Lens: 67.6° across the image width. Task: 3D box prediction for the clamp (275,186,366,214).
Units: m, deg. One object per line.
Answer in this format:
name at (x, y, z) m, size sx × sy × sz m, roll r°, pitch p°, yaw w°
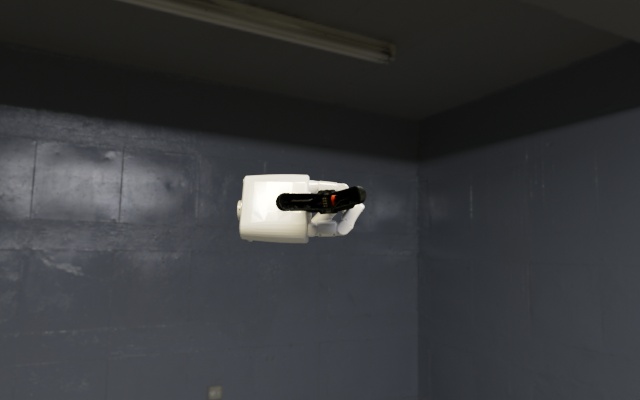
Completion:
clamp at (0.000, 0.002, 0.696) m, size 0.120 × 0.039 × 0.171 m, roll 1°, pitch -6°, yaw 0°
